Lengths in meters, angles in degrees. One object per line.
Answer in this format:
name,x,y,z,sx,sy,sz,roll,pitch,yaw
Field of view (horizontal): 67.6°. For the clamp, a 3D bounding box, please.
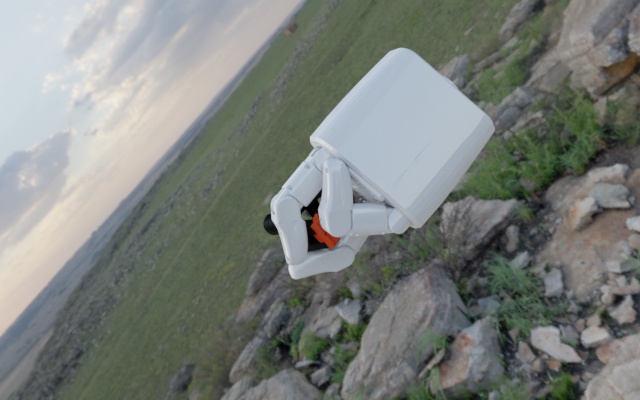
clamp,0.000,0.001,0.476,0.039,0.120,0.171,41,-4,-18
